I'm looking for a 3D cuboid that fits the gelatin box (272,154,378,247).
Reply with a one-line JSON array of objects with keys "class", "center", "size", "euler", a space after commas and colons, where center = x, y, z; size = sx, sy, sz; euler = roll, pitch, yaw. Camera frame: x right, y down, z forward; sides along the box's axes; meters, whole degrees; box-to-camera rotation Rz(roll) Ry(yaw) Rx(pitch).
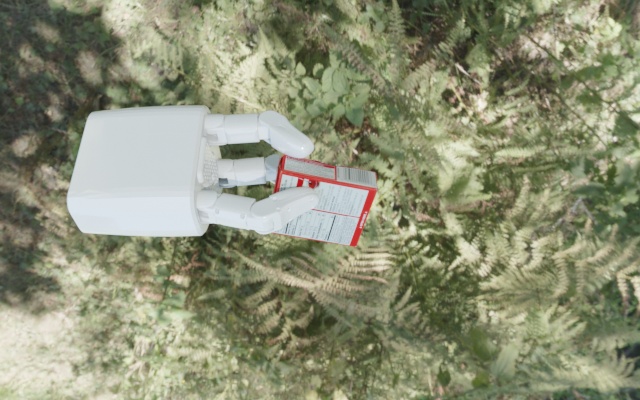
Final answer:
[{"class": "gelatin box", "center": [0.000, 0.002, 0.438], "size": [0.089, 0.073, 0.030], "euler": [10, 38, -6]}]
